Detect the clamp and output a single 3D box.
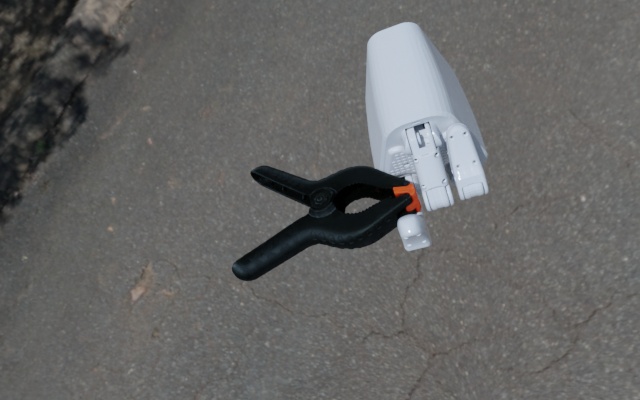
[{"bbox_3d":[0.000,0.001,0.430,0.171,0.120,0.039,-14,-32,12],"label":"clamp"}]
